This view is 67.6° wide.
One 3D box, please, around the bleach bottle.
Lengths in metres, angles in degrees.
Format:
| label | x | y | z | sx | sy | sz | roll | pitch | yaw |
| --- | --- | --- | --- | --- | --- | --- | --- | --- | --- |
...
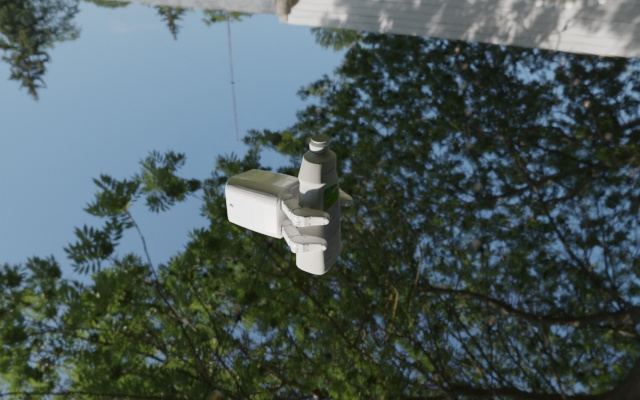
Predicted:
| label | x | y | z | sx | sy | sz | roll | pitch | yaw |
| --- | --- | --- | --- | --- | --- | --- | --- | --- | --- |
| bleach bottle | 0.000 | 0.003 | 0.821 | 0.068 | 0.251 | 0.102 | 15 | 36 | 20 |
